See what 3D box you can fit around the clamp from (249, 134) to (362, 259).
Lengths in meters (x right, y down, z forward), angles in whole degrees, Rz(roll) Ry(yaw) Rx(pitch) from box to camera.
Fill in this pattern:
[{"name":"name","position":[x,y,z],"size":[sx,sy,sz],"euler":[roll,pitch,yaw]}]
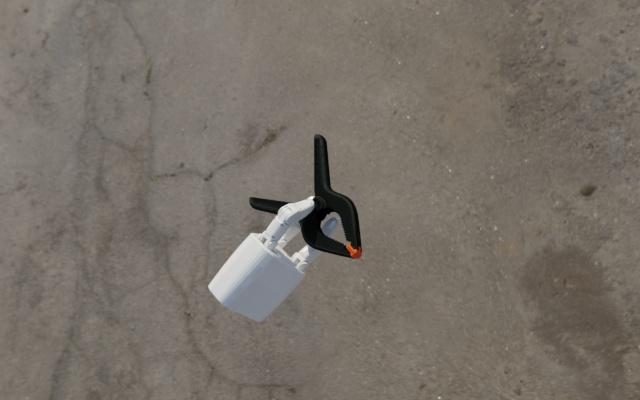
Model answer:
[{"name":"clamp","position":[0.000,0.003,0.743],"size":[0.210,0.164,0.036],"euler":[42,4,29]}]
